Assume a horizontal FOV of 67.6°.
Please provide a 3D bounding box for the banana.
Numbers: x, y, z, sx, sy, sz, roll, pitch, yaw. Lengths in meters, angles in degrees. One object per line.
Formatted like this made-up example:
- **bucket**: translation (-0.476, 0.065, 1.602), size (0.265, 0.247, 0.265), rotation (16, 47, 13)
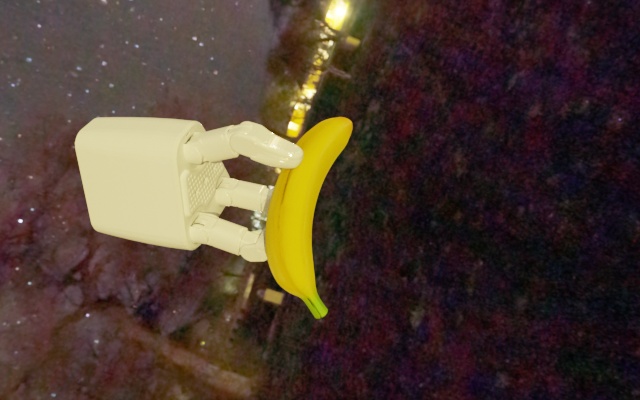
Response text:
- **banana**: translation (-0.011, -0.004, 0.414), size (0.037, 0.197, 0.070), rotation (-8, -31, 35)
